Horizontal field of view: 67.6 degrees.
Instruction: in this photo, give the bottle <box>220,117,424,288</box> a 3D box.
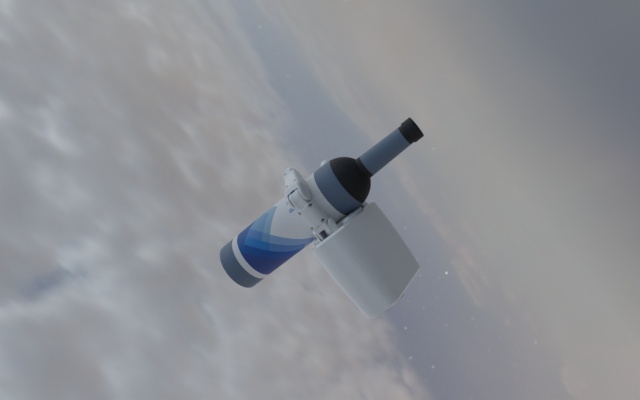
[{"bbox_3d":[0.000,0.002,0.590,0.296,0.069,0.069,-38,-14,19],"label":"bottle"}]
